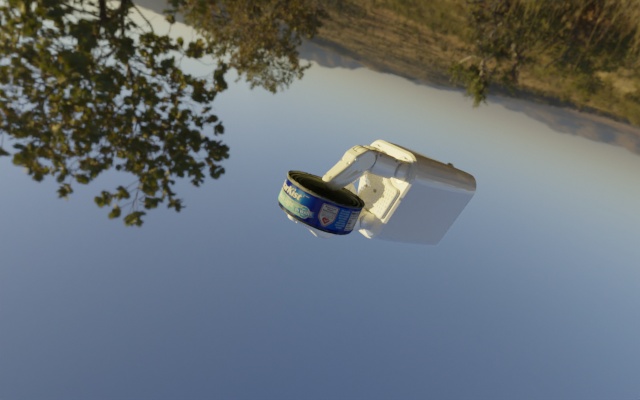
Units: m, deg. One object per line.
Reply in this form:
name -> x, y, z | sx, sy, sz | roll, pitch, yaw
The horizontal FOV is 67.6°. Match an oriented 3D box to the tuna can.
tuna can -> 0.000, 0.002, 0.492 | 0.086, 0.034, 0.086 | 22, 14, -6
